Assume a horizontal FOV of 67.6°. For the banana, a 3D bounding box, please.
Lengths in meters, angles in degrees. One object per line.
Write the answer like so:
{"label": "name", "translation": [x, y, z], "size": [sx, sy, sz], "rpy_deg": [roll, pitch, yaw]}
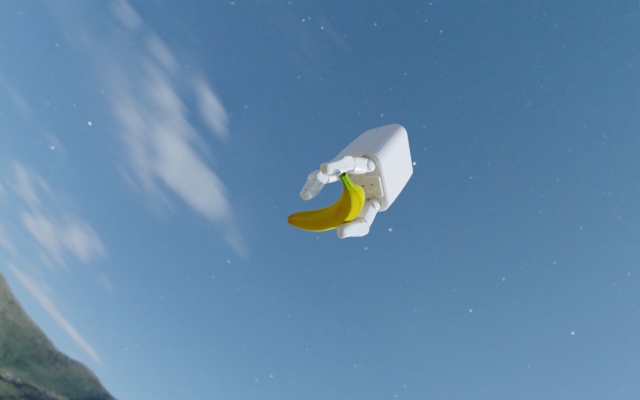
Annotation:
{"label": "banana", "translation": [0.015, 0.014, 0.755], "size": [0.037, 0.069, 0.198], "rpy_deg": [-49, 6, -37]}
